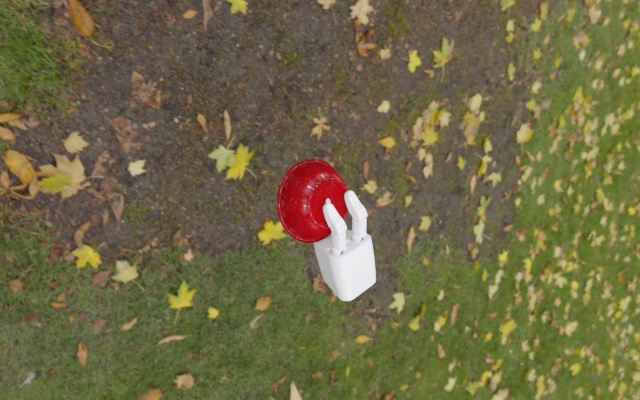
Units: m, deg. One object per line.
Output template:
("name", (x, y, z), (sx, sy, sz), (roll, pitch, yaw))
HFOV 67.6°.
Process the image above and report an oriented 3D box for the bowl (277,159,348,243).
("bowl", (0.000, 0.002, 0.887), (0.162, 0.162, 0.055), (0, 4, -37))
